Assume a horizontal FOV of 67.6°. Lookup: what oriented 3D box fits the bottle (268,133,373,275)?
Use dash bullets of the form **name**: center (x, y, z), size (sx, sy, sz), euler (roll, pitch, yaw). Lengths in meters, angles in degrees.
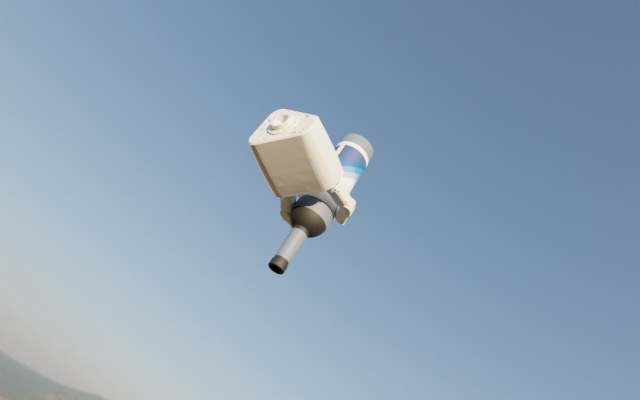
- **bottle**: center (0.000, 0.003, 0.799), size (0.069, 0.069, 0.295), euler (0, 43, 39)
